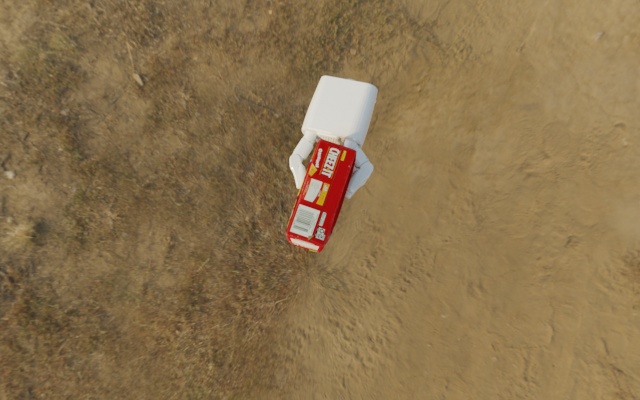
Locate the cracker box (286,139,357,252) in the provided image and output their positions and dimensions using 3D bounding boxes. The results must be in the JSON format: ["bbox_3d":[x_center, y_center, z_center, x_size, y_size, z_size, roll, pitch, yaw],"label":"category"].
[{"bbox_3d":[0.000,0.003,0.838,0.072,0.164,0.214,19,-9,1],"label":"cracker box"}]
